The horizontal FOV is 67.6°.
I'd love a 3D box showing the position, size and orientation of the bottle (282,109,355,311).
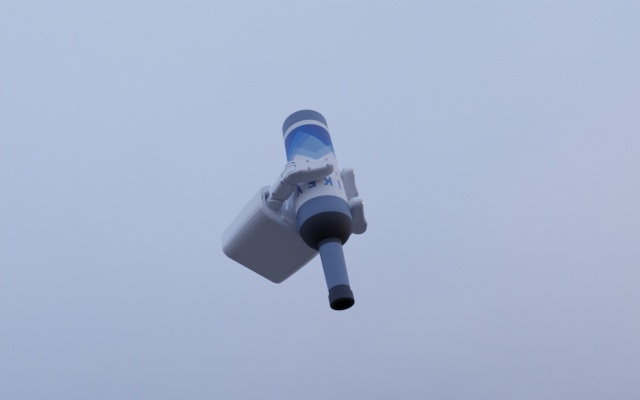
[{"bbox_3d":[0.000,0.002,0.604,0.069,0.295,0.069,-7,-41,-6],"label":"bottle"}]
